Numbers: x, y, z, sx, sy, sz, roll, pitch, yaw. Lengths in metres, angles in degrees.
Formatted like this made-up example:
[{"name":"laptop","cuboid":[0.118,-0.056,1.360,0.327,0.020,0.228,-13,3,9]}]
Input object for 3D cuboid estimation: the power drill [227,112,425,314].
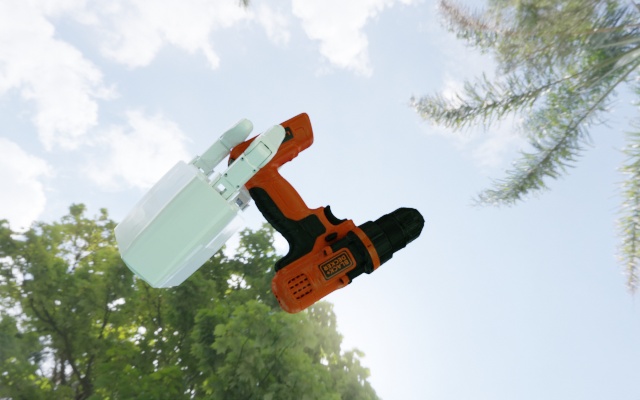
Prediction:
[{"name":"power drill","cuboid":[0.000,0.001,0.519,0.184,0.187,0.057,-29,-9,-17]}]
